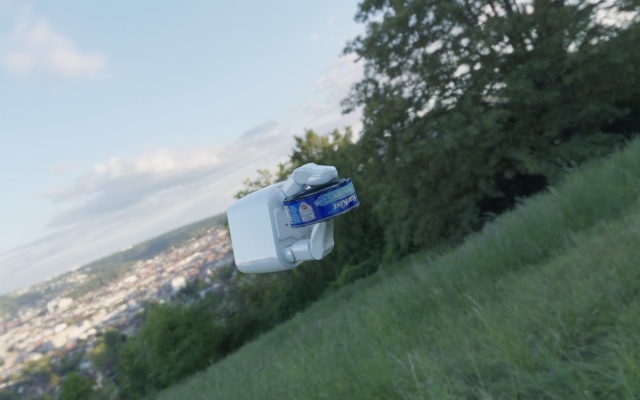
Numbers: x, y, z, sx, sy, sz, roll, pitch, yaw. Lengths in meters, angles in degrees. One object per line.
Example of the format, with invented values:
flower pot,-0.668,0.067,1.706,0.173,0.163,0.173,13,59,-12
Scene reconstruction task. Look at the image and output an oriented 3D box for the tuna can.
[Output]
tuna can,0.000,0.001,0.560,0.086,0.034,0.086,-19,7,2
